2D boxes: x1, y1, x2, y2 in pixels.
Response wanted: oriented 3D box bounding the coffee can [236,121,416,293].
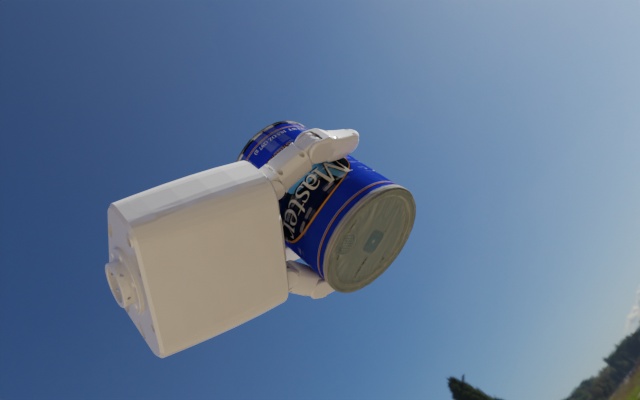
[{"bbox_3d":[0.000,0.001,0.436,0.103,0.103,0.140,0,29,-47],"label":"coffee can"}]
